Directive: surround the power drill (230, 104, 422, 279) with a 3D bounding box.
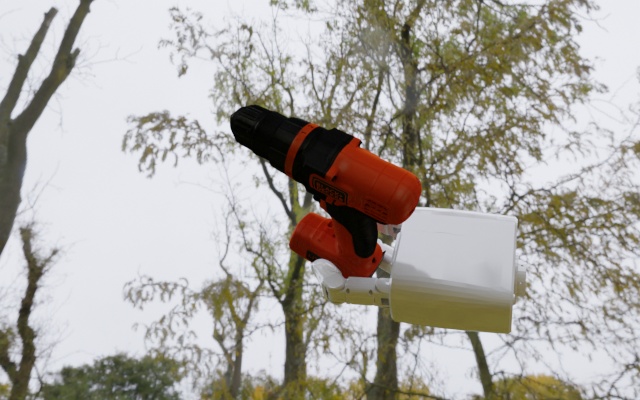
[{"bbox_3d":[0.000,0.002,0.468,0.184,0.057,0.188,29,-26,19],"label":"power drill"}]
